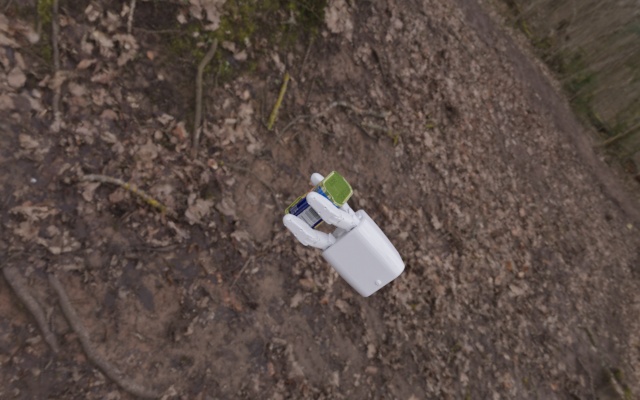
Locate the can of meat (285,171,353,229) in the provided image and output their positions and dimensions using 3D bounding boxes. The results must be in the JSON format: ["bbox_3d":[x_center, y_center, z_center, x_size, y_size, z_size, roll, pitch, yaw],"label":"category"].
[{"bbox_3d":[0.000,0.002,0.786,0.084,0.057,0.102,-39,3,24],"label":"can of meat"}]
